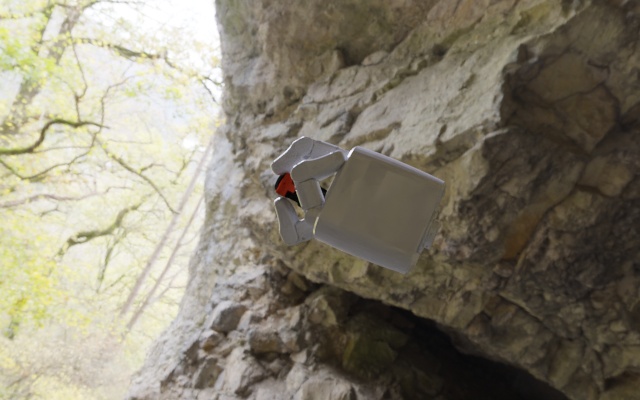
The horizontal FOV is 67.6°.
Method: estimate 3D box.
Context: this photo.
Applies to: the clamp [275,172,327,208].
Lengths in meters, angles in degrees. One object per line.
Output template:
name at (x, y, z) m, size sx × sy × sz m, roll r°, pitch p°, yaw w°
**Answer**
clamp at (0.000, 0.001, 0.614) m, size 0.120 × 0.039 × 0.171 m, roll 22°, pitch 1°, yaw 16°
